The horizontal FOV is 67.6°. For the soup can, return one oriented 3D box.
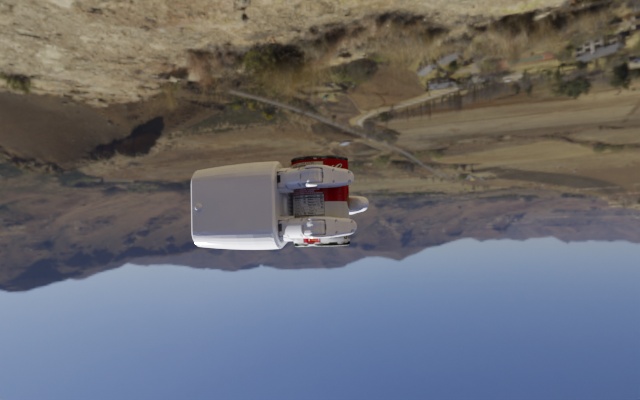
[{"bbox_3d":[0.001,0.002,0.560,0.068,0.102,0.068,-2,-3,0],"label":"soup can"}]
